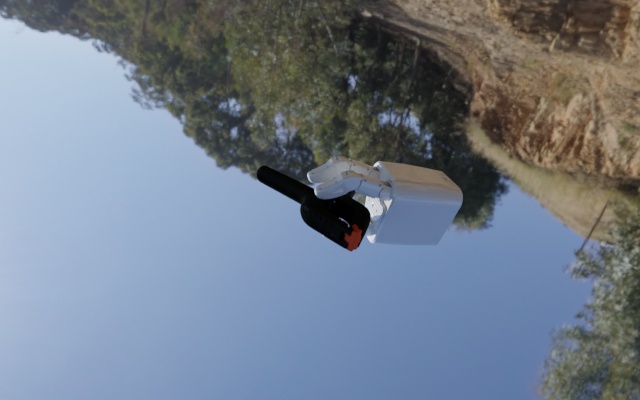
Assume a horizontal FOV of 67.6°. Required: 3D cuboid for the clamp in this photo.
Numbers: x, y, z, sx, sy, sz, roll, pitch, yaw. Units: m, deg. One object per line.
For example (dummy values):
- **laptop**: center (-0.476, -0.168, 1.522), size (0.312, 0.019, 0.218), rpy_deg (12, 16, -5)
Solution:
- **clamp**: center (0.000, 0.003, 0.653), size (0.164, 0.036, 0.210), rpy_deg (6, 24, -15)
